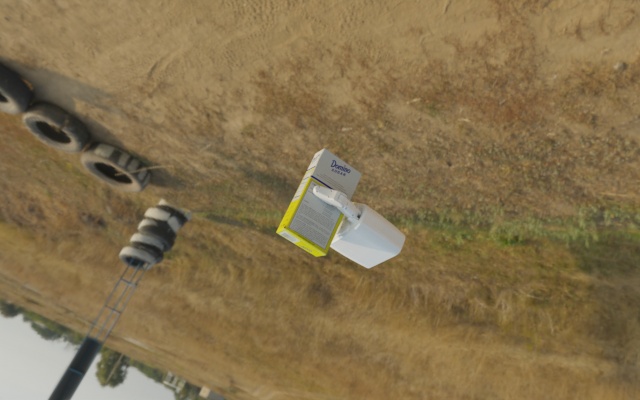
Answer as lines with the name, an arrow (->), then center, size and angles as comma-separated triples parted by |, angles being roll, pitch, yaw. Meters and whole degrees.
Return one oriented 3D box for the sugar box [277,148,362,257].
sugar box -> 0.000, 0.003, 0.873 | 0.093, 0.176, 0.048 | 34, -26, -18
